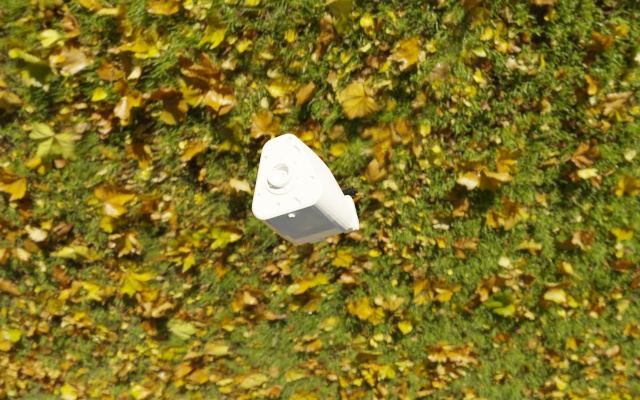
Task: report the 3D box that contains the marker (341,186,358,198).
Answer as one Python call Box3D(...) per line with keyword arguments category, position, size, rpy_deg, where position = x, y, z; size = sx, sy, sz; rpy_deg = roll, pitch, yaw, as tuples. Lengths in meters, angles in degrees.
Box3D(category="marker", position=(0.000, 0.002, 0.735), size=(0.121, 0.020, 0.020), rpy_deg=(-18, -5, 16))
